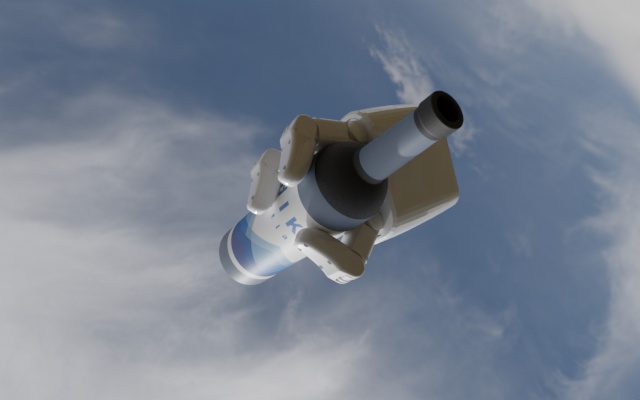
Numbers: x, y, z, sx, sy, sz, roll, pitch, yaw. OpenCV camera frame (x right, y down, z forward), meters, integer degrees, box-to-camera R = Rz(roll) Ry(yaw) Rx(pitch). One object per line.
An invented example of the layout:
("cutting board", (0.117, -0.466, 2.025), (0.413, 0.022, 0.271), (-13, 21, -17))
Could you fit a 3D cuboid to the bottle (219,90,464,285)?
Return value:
("bottle", (0.000, 0.001, 0.402), (0.069, 0.069, 0.296), (0, -23, -35))
